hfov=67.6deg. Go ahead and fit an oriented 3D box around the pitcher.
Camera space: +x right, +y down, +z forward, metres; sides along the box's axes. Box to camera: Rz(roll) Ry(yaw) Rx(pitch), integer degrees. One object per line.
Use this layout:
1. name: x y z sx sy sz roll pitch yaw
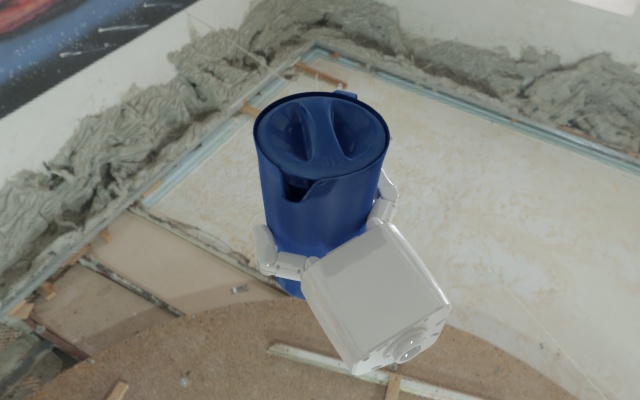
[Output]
1. pitcher: 0.000 0.002 0.553 0.149 0.243 0.145 -20 52 -20
